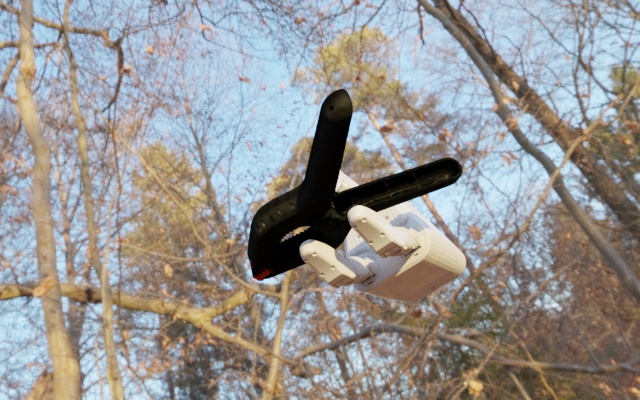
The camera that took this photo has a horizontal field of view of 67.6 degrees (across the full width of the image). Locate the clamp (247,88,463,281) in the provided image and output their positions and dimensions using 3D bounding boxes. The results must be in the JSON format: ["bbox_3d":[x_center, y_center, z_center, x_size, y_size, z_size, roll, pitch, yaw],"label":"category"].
[{"bbox_3d":[0.000,0.001,0.407,0.210,0.036,0.165,-36,-39,22],"label":"clamp"}]
